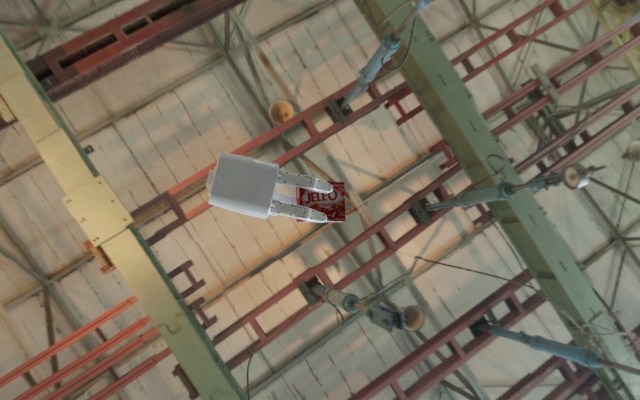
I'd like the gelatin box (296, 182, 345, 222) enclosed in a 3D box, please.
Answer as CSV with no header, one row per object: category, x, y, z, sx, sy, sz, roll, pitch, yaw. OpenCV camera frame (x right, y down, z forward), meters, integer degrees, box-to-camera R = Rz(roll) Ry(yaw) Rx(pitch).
gelatin box,0.000,0.003,0.871,0.089,0.073,0.030,0,-4,-18
